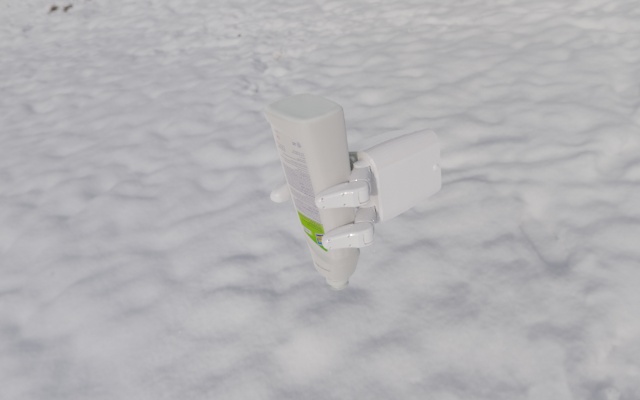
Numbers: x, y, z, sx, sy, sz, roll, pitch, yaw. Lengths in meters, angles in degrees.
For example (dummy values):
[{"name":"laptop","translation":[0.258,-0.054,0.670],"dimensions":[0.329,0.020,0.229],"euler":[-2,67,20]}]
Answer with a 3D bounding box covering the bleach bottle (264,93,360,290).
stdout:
[{"name":"bleach bottle","translation":[0.000,0.002,0.592],"dimensions":[0.068,0.251,0.102],"euler":[-24,32,-23]}]
